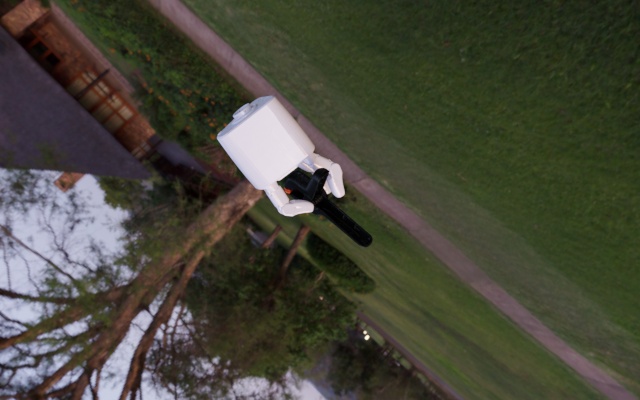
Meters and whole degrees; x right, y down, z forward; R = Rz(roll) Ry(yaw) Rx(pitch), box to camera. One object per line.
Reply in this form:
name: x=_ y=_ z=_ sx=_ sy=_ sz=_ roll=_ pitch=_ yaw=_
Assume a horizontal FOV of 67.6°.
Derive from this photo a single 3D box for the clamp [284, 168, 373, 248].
clamp: x=-0.001 y=0.003 z=0.825 sx=0.036 sy=0.165 sz=0.210 roll=-42 pitch=24 yaw=-15
